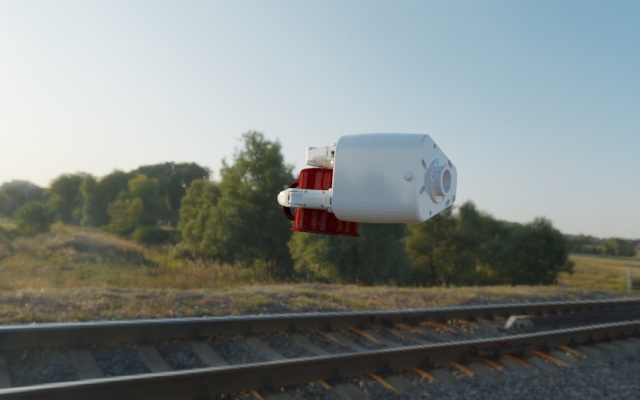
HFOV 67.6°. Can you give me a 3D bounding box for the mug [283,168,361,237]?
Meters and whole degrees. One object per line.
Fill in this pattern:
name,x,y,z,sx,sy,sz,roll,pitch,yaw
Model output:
mug,-0.001,0.002,0.629,0.117,0.081,0.093,3,-3,35
